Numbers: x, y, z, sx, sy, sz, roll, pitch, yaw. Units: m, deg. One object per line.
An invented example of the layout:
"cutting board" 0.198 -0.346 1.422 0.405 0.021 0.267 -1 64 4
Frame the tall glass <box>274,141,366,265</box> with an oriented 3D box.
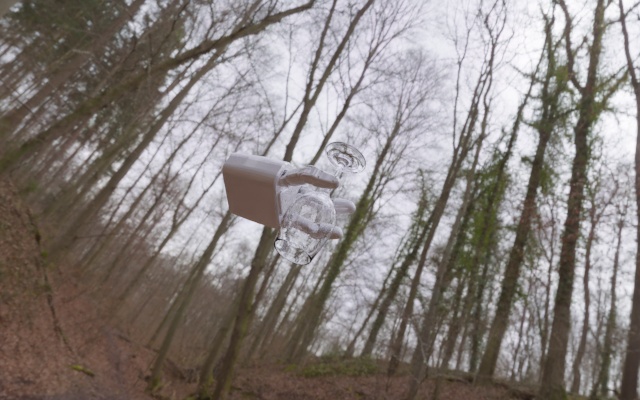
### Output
"tall glass" 0.001 0.002 0.746 0.079 0.201 0.079 20 -33 14
